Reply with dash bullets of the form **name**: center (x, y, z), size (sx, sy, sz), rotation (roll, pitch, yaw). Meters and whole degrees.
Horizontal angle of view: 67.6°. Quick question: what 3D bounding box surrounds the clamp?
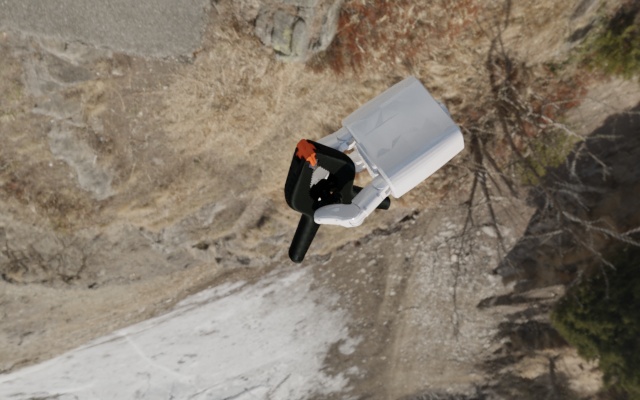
- **clamp**: center (0.000, 0.002, 0.607), size (0.164, 0.036, 0.210), rotation (-36, -34, 1)
